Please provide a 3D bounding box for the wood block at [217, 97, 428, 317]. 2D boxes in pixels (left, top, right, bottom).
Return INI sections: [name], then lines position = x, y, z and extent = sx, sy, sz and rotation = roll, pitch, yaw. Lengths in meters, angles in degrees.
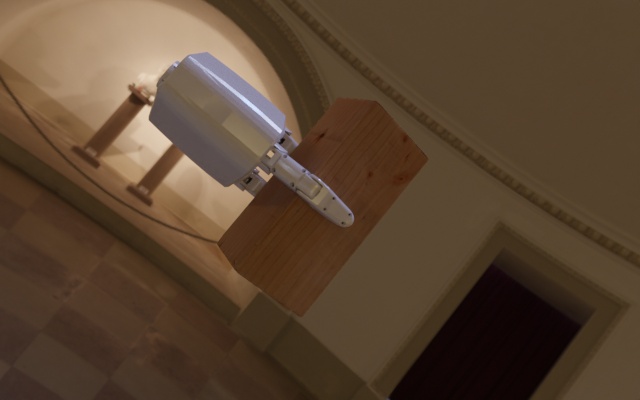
[wood block]
position = 0.000, 0.001, 0.496
extent = 0.090, 0.206, 0.090
rotation = 42, -5, -27
